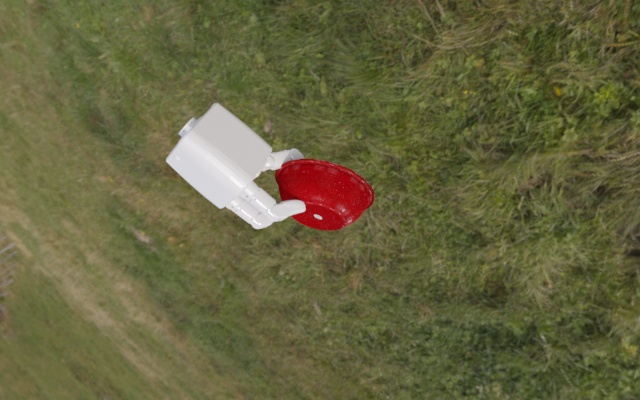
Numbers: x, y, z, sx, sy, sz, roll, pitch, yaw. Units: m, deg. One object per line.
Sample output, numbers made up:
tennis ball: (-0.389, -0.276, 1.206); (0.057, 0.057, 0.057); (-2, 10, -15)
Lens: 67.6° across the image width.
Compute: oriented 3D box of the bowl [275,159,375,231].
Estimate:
bowl: (0.001, 0.003, 0.742); (0.162, 0.055, 0.162); (12, -27, 6)
